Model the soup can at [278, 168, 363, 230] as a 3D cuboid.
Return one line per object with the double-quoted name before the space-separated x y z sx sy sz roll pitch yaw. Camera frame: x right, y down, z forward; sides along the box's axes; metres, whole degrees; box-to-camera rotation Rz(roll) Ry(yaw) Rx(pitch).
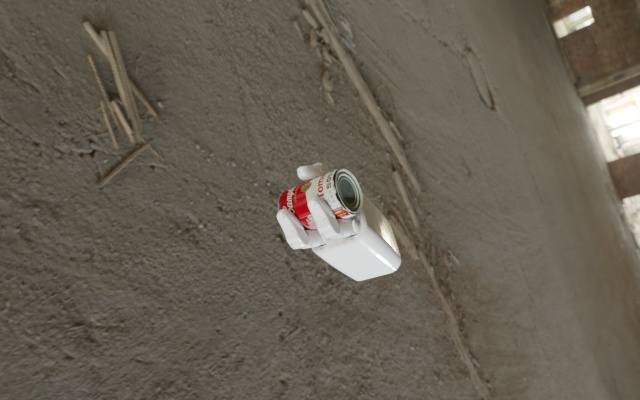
"soup can" 0.000 0.002 0.670 0.102 0.068 0.068 -21 -12 33
